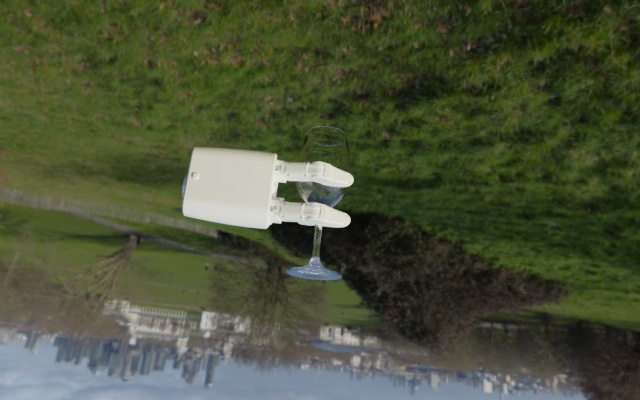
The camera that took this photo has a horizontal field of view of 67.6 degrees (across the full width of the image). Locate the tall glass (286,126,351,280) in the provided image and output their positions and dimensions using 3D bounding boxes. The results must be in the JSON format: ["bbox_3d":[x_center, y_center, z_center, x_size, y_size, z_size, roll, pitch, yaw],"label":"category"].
[{"bbox_3d":[0.000,0.003,0.651,0.079,0.201,0.079,5,-19,2],"label":"tall glass"}]
